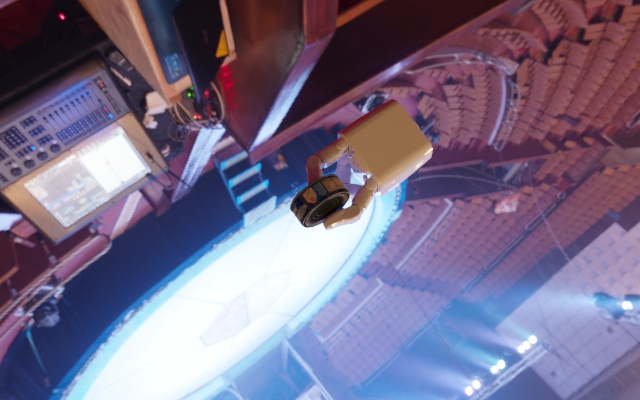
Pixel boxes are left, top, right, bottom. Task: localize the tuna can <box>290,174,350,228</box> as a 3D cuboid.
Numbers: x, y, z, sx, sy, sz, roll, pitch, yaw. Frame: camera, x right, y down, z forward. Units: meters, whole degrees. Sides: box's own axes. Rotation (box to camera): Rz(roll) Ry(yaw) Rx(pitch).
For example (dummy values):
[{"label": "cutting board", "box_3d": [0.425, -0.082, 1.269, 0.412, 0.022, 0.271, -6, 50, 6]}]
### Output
[{"label": "tuna can", "box_3d": [0.000, 0.003, 0.695, 0.086, 0.033, 0.086, -31, -21, -13]}]
